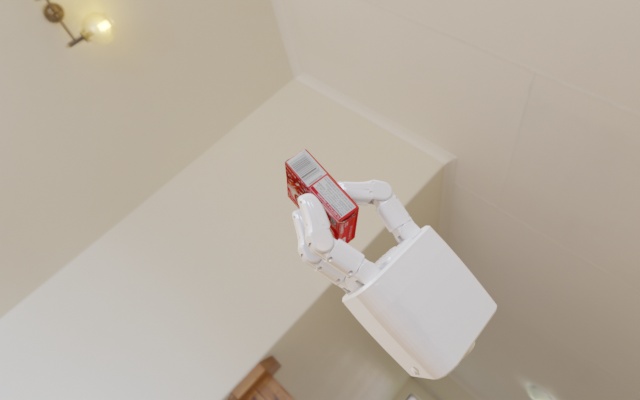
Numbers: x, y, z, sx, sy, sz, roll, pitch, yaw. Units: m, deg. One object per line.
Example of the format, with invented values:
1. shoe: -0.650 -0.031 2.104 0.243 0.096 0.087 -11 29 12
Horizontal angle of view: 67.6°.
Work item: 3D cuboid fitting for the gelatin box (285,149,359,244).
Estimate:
1. gelatin box: 0.000 0.001 0.494 0.030 0.089 0.073 -35 -21 -17
